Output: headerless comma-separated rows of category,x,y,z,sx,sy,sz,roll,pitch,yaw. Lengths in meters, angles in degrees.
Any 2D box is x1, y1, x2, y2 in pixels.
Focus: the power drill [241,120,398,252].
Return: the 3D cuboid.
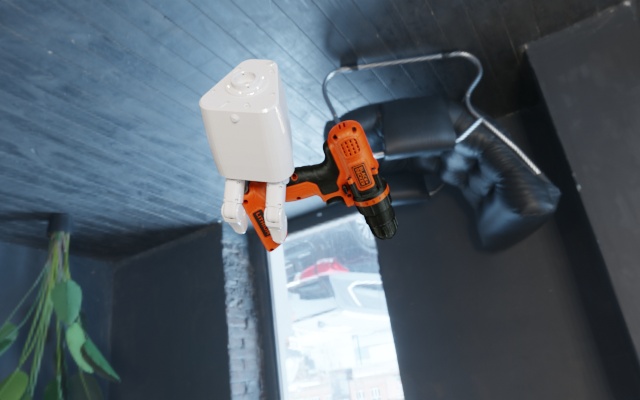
power drill,0.000,0.002,0.654,0.187,0.184,0.057,-22,26,6
